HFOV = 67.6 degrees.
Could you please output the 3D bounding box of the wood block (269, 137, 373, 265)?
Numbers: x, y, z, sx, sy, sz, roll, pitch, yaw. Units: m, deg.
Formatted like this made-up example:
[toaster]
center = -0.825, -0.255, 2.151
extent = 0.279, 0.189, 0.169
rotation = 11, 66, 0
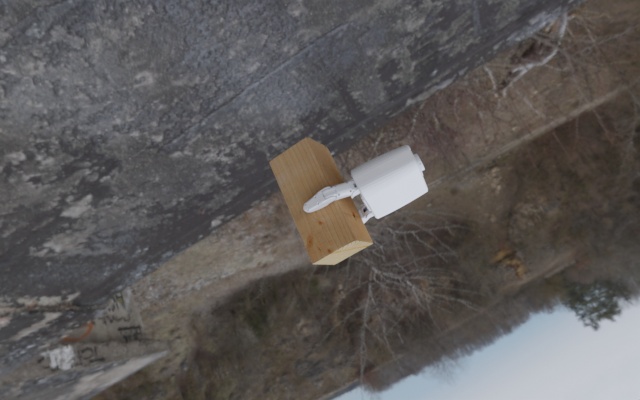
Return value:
[wood block]
center = 0.000, 0.003, 0.857
extent = 0.090, 0.206, 0.091
rotation = -31, -20, 19
